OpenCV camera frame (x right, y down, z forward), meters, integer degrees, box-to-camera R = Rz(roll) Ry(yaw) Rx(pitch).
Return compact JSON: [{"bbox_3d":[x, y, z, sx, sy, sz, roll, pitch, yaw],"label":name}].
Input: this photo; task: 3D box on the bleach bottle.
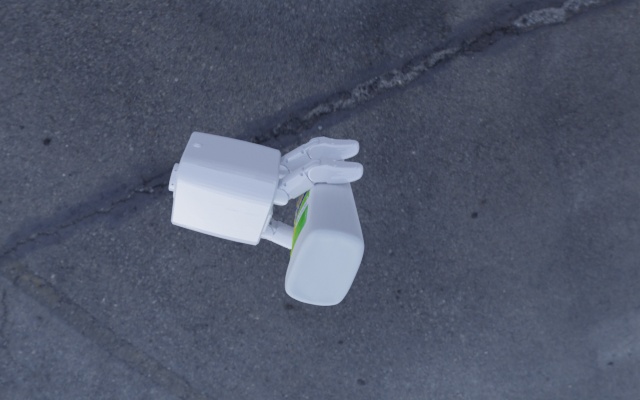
[{"bbox_3d":[0.000,0.002,0.580,0.068,0.103,0.250,14,31,-11],"label":"bleach bottle"}]
